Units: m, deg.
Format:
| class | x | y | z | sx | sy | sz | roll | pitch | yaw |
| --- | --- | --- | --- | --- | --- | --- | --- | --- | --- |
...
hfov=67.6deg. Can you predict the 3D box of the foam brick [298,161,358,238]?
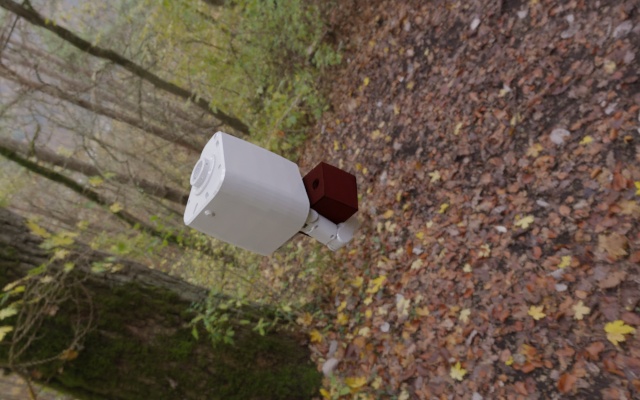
| class | x | y | z | sx | sy | sz | roll | pitch | yaw |
| --- | --- | --- | --- | --- | --- | --- | --- | --- | --- |
| foam brick | 0.000 | 0.002 | 0.565 | 0.051 | 0.053 | 0.078 | 24 | -46 | -30 |
